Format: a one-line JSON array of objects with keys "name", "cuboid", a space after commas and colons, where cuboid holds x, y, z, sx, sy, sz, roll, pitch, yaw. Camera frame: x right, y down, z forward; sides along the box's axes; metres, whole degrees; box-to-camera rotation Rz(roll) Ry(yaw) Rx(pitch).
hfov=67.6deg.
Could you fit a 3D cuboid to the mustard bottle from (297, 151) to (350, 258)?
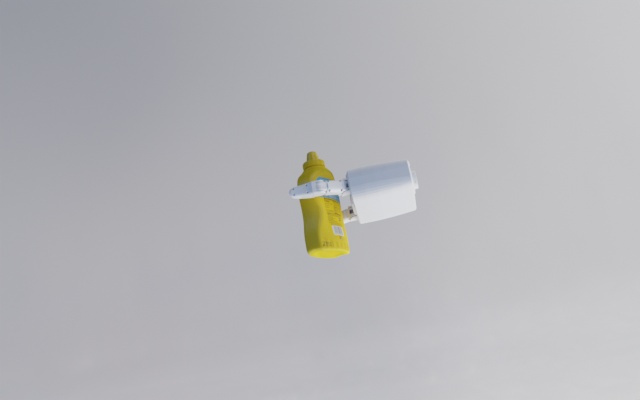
[{"name": "mustard bottle", "cuboid": [0.000, 0.003, 0.843, 0.058, 0.191, 0.096, -21, -21, 31]}]
